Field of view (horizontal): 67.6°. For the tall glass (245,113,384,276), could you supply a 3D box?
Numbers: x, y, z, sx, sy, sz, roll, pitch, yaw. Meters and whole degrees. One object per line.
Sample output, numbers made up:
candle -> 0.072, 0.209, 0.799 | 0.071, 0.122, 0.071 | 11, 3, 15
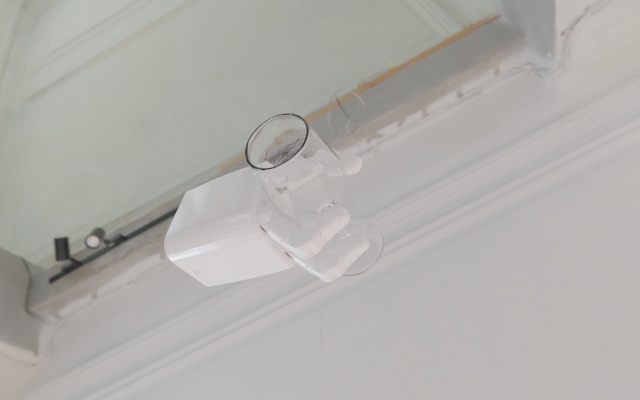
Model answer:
tall glass -> 0.000, 0.002, 0.484 | 0.079, 0.079, 0.201 | 0, -32, 27
